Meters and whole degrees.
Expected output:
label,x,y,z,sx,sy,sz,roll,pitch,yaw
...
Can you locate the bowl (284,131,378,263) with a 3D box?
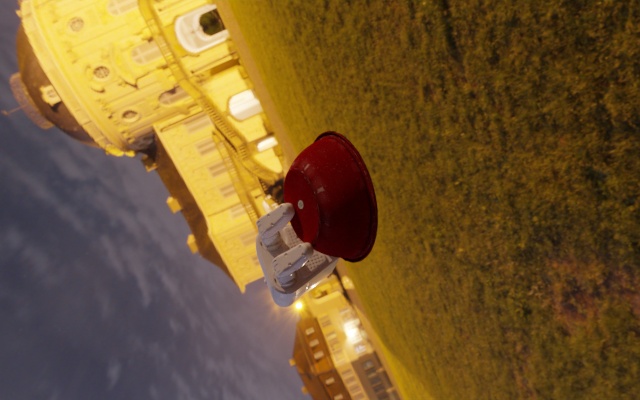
label,x,y,z,sx,sy,sz,roll,pitch,yaw
bowl,0.000,0.001,0.565,0.055,0.162,0.162,-13,6,-27
